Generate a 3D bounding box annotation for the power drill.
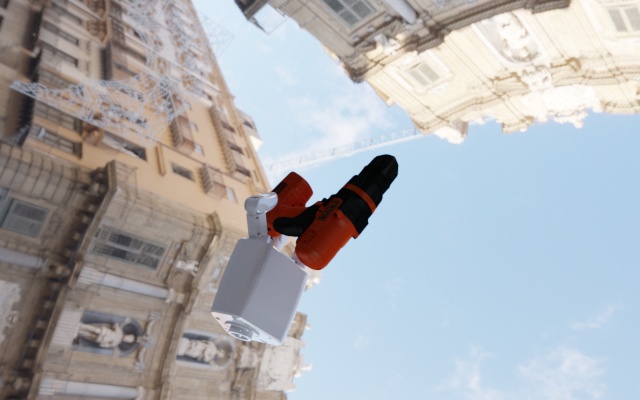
[{"bbox_3d":[0.000,0.002,0.656,0.184,0.057,0.187,-47,27,-20],"label":"power drill"}]
